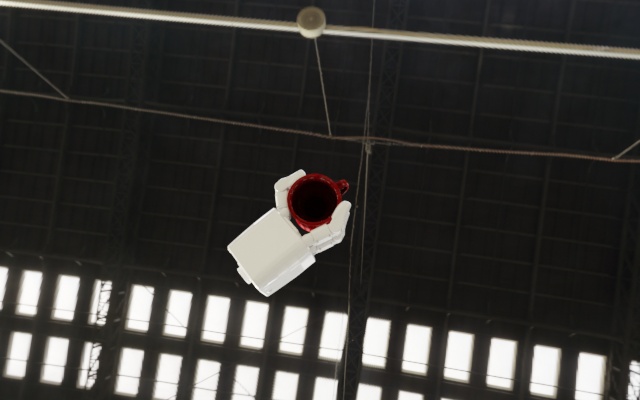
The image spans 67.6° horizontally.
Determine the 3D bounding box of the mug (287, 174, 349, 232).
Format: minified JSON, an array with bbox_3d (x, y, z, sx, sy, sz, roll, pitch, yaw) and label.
[{"bbox_3d":[0.001,0.002,0.853,0.117,0.093,0.081,-36,-15,-9],"label":"mug"}]
